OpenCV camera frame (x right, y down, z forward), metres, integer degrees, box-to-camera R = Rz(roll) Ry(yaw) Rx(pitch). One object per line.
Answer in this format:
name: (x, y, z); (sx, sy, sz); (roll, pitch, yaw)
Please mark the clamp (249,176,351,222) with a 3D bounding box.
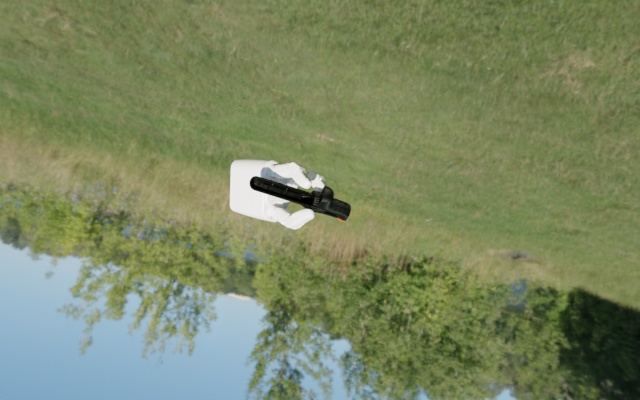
clamp: (0.000, 0.004, 0.840); (0.164, 0.036, 0.210); (9, -9, 41)
